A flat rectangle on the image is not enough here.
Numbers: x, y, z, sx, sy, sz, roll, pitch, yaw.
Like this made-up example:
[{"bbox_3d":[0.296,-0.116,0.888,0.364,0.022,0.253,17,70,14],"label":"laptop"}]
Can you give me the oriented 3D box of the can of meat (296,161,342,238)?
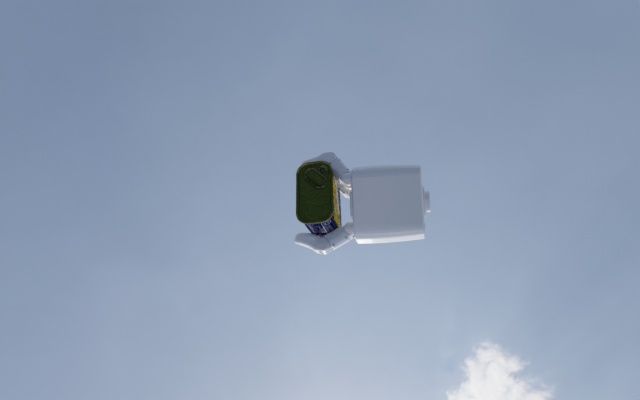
[{"bbox_3d":[0.000,0.003,0.748,0.057,0.102,0.084,-7,-24,12],"label":"can of meat"}]
